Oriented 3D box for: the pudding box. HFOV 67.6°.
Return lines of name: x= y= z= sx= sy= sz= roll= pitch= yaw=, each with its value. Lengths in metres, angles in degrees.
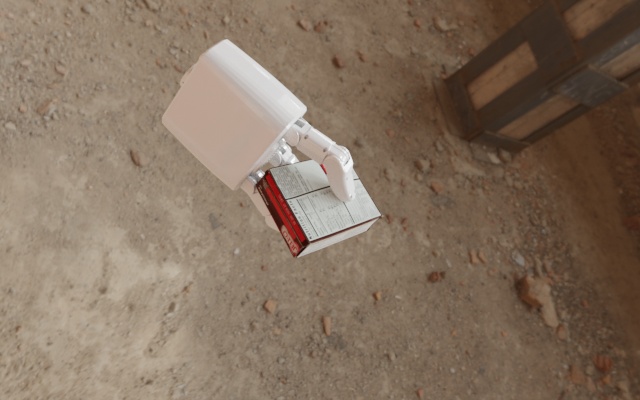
pudding box: x=0.000 y=0.002 z=0.506 sx=0.113 sy=0.090 sz=0.039 roll=-17 pitch=-19 yaw=-38
